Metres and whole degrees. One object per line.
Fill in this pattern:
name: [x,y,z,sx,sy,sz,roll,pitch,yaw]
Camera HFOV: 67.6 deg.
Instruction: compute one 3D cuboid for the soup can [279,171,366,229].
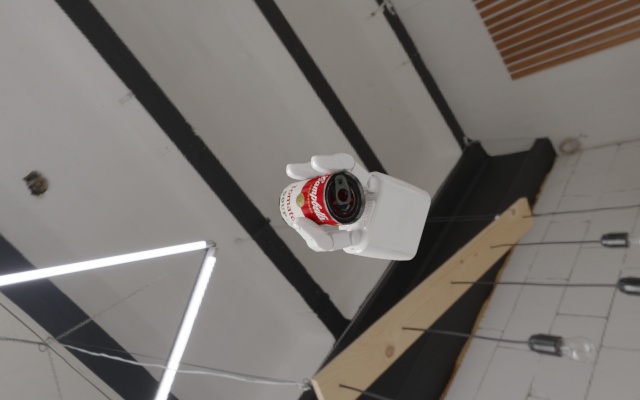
soup can: [0.000,0.002,0.627,0.068,0.068,0.102,0,-6,-38]
